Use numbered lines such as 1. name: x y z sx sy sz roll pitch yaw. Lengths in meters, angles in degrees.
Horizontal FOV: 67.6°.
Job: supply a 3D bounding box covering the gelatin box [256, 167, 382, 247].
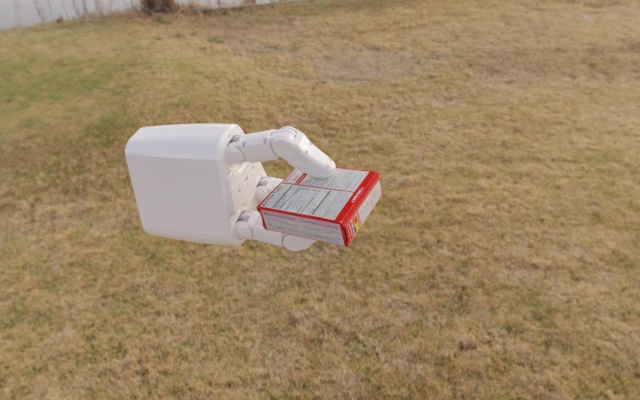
1. gelatin box: 0.000 0.001 0.426 0.089 0.030 0.073 8 41 31
